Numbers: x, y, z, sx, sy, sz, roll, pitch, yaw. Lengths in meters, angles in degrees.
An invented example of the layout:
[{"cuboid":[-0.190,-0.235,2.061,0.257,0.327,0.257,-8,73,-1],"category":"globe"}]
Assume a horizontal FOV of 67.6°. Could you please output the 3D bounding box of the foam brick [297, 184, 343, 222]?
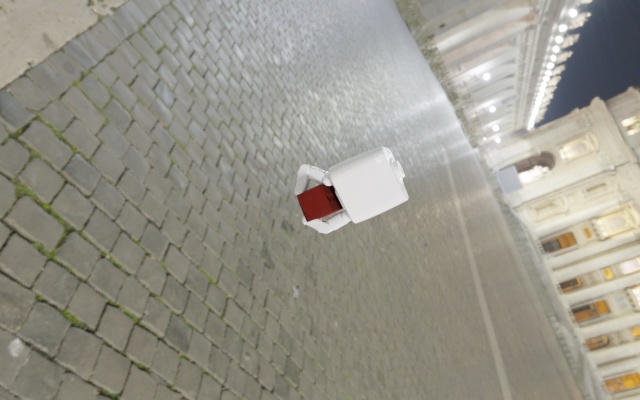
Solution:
[{"cuboid":[0.000,0.003,0.861,0.051,0.053,0.078,-24,-4,18],"category":"foam brick"}]
